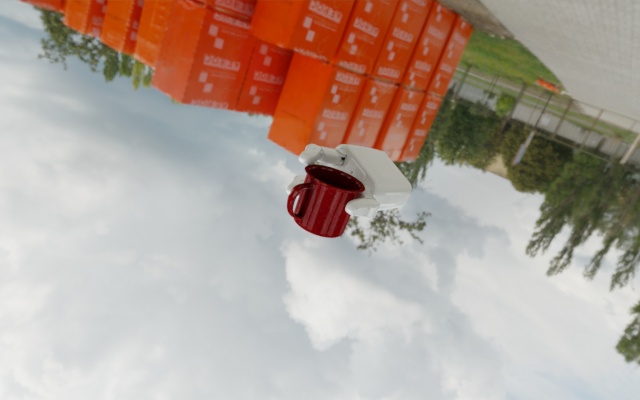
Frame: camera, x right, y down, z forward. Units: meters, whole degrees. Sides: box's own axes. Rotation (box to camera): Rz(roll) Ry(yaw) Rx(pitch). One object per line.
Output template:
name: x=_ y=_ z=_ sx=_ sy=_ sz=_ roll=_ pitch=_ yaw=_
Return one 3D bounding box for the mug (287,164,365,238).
mug: x=-0.001 y=0.003 z=0.697 sx=0.117 sy=0.081 sz=0.093 roll=-1 pitch=29 yaw=-44
